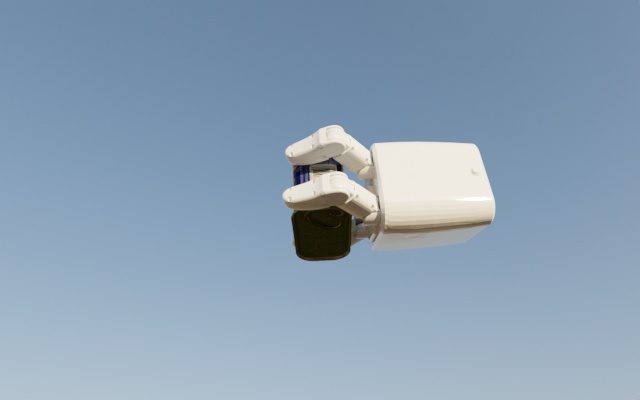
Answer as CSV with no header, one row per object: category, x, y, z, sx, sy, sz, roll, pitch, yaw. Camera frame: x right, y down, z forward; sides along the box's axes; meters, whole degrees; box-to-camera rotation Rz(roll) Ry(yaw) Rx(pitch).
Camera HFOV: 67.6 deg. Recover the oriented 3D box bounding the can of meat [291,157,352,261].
can of meat,0.000,0.001,0.494,0.057,0.084,0.102,-3,-35,0
